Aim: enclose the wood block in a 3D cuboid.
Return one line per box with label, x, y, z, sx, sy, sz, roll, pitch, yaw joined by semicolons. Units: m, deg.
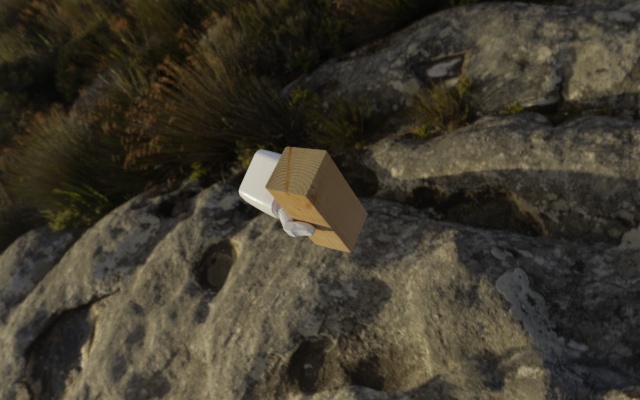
wood block;0.000;0.003;0.869;0.090;0.090;0.206;10;-26;33
